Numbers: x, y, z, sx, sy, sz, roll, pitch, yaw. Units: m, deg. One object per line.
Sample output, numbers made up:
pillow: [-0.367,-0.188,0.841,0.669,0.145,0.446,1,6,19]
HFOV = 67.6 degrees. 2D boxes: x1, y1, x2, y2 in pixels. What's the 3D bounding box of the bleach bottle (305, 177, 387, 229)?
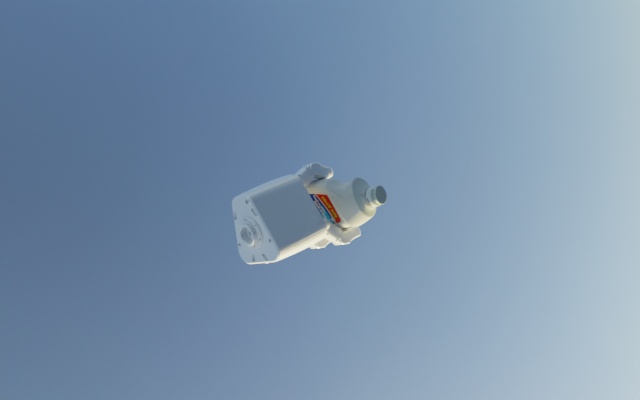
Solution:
bleach bottle: [0.000,0.003,0.804,0.251,0.102,0.068,-12,8,43]
